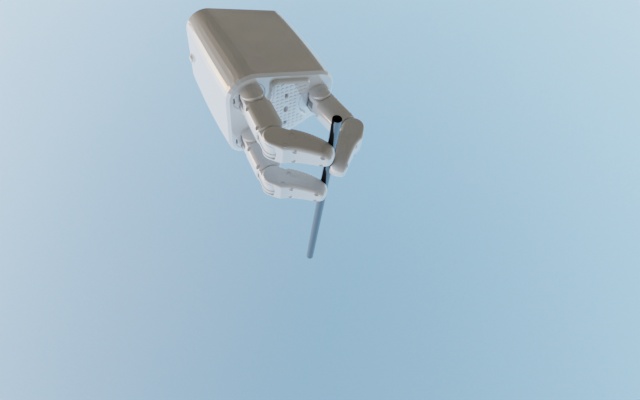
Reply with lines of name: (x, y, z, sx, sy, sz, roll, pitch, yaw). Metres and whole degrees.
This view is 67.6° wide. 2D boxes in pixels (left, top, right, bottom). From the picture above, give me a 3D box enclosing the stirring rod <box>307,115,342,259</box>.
stirring rod: (0.000, 0.001, 0.468, 0.011, 0.011, 0.240, 0, -32, -7)
